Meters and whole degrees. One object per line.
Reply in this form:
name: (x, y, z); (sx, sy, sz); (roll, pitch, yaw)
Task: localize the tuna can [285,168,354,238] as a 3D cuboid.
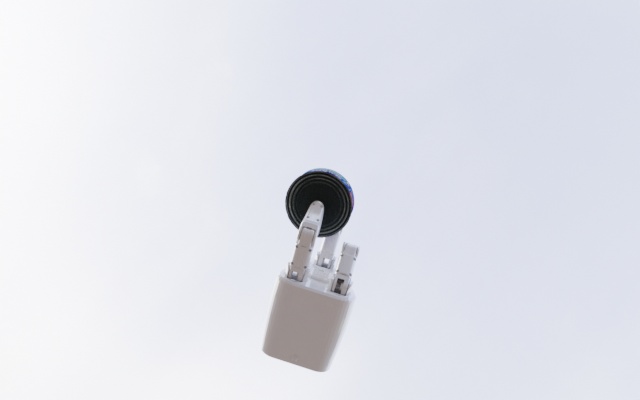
tuna can: (0.000, 0.002, 0.610); (0.086, 0.086, 0.033); (0, 13, 11)
